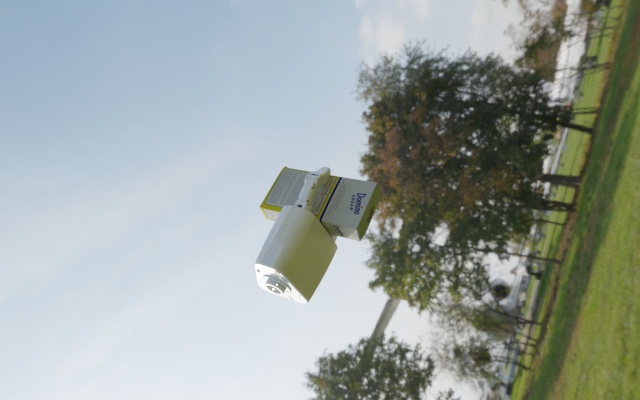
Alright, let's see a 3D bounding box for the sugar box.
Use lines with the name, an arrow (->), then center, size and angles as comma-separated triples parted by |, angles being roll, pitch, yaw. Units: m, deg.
sugar box -> 0.000, 0.003, 0.778 | 0.176, 0.093, 0.048 | 14, -31, 24
